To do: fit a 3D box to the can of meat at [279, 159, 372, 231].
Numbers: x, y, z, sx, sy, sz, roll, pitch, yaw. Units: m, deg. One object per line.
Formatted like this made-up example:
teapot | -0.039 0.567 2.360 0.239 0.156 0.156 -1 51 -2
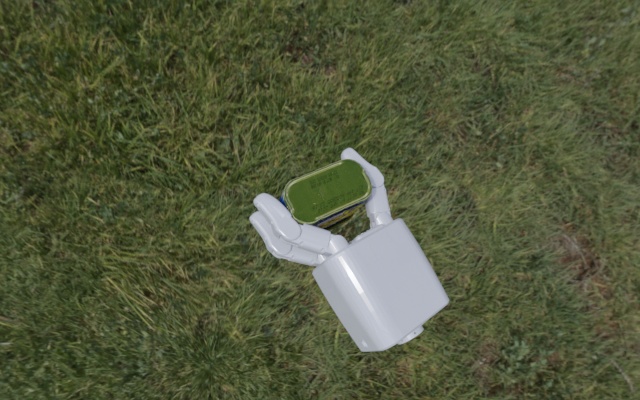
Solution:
can of meat | 0.000 0.002 0.536 0.102 0.057 0.084 -24 -11 -19
